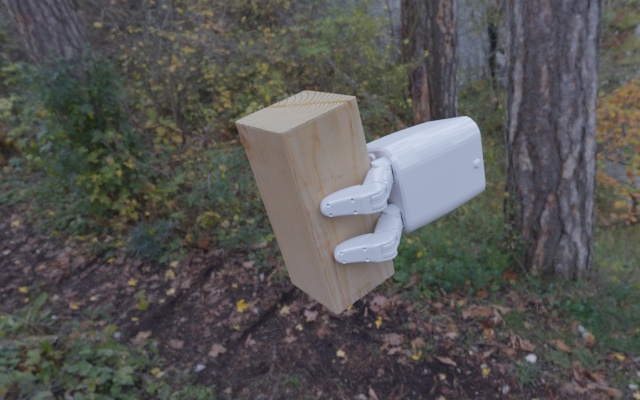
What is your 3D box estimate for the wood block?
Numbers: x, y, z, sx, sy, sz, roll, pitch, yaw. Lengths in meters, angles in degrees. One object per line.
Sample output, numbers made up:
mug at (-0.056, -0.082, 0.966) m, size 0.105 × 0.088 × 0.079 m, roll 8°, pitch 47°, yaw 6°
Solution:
wood block at (0.000, 0.001, 0.500) m, size 0.090 × 0.206 × 0.091 m, roll -30°, pitch 30°, yaw -25°
